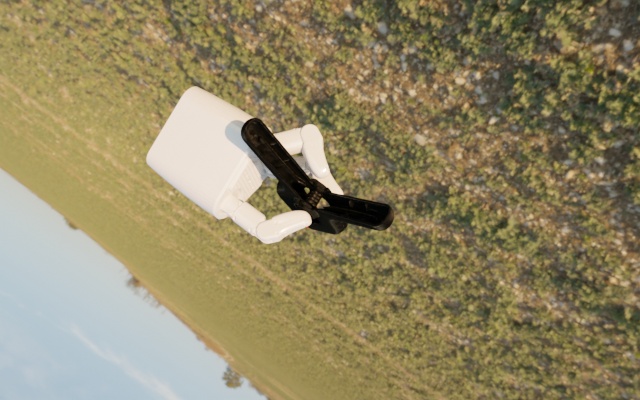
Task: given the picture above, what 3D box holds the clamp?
[{"bbox_3d":[-0.001,0.002,0.519,0.164,0.036,0.210,33,-14,13],"label":"clamp"}]
